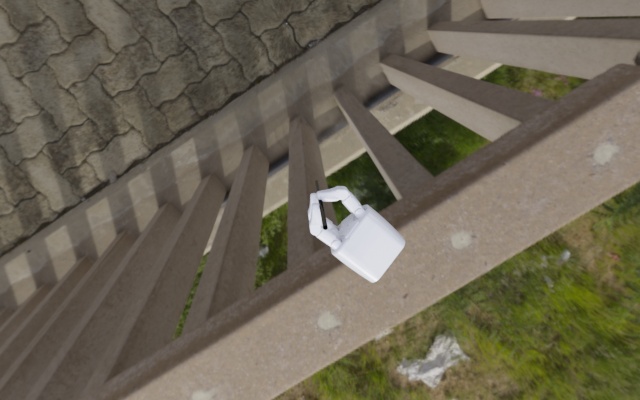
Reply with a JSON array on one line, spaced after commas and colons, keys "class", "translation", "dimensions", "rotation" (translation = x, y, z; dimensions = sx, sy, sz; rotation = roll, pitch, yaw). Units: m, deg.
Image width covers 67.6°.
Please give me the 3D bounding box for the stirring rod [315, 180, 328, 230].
[{"class": "stirring rod", "translation": [0.000, 0.003, 0.891], "dimensions": [0.011, 0.011, 0.239], "rotation": [0, 20, -4]}]
